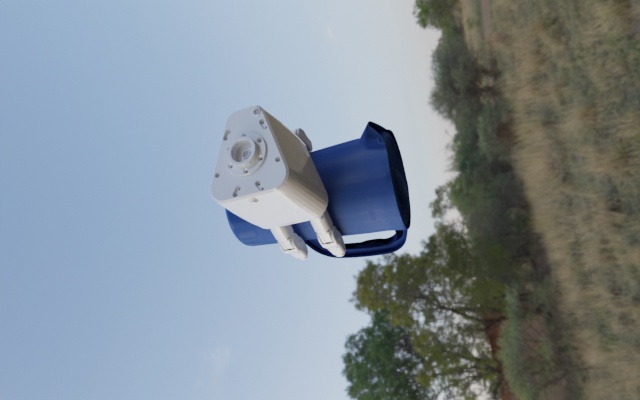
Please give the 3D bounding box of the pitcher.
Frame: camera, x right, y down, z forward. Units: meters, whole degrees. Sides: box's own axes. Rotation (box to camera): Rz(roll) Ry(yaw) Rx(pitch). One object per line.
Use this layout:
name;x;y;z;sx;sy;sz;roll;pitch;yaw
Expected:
pitcher;0.000;0.002;0.660;0.243;0.149;0.145;-11;-19;18
